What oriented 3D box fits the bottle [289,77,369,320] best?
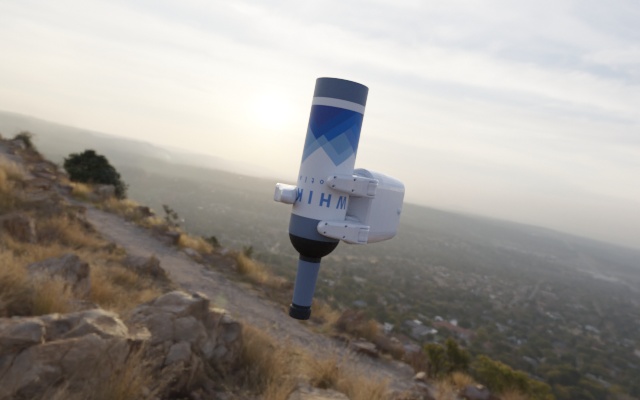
[{"bbox_3d":[0.000,0.002,0.592,0.069,0.296,0.069,11,4,-1],"label":"bottle"}]
